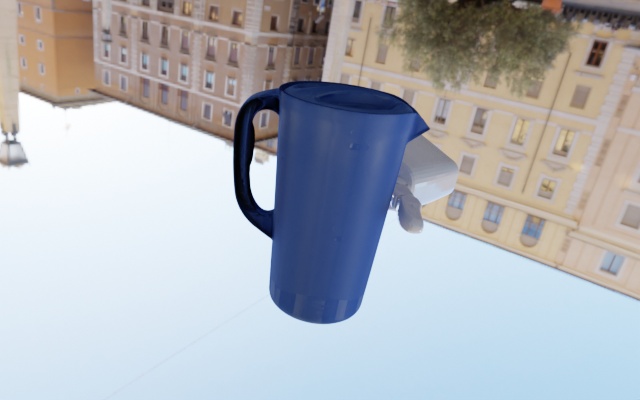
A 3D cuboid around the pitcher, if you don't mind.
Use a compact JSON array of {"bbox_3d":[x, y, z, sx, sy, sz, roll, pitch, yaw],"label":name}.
[{"bbox_3d":[0.000,0.002,0.501,0.149,0.243,0.145,27,29,36],"label":"pitcher"}]
